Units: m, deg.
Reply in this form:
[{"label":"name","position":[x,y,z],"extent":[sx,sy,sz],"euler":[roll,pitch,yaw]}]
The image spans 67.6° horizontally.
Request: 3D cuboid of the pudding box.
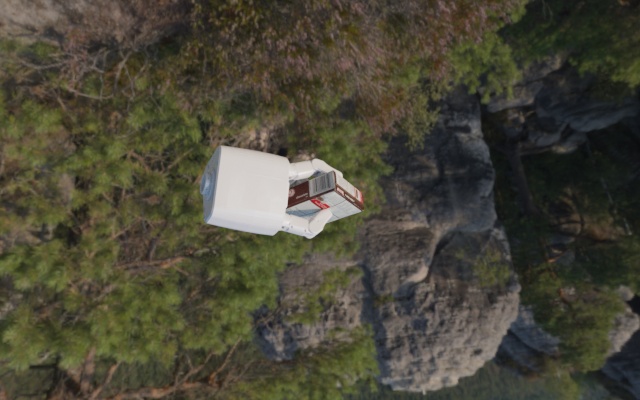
[{"label":"pudding box","position":[0.000,0.003,0.772],"extent":[0.113,0.039,0.090],"euler":[-19,-32,29]}]
